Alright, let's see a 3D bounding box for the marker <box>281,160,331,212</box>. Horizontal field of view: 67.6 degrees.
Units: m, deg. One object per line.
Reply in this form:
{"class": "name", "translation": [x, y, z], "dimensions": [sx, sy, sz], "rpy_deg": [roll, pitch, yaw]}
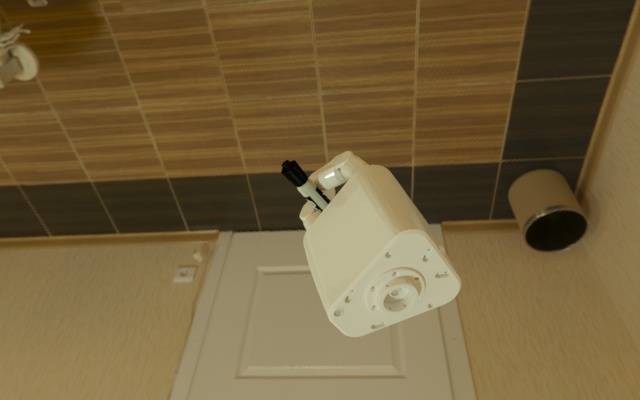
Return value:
{"class": "marker", "translation": [0.000, 0.002, 0.501], "dimensions": [0.020, 0.020, 0.121], "rpy_deg": [0, -40, 49]}
